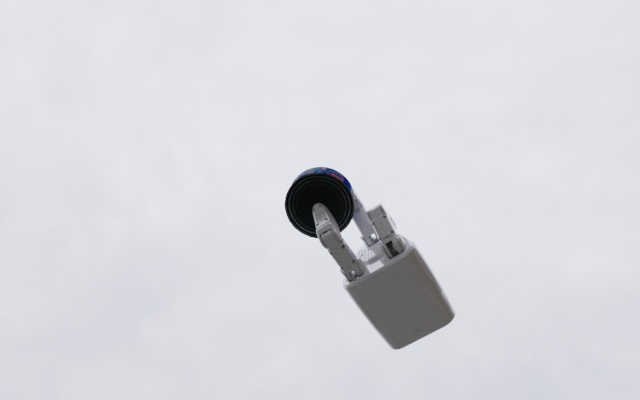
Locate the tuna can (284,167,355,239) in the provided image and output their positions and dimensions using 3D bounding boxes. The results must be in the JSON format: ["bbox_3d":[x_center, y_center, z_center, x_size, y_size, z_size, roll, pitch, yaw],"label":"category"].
[{"bbox_3d":[0.000,0.002,0.596,0.086,0.086,0.033,0,21,6],"label":"tuna can"}]
